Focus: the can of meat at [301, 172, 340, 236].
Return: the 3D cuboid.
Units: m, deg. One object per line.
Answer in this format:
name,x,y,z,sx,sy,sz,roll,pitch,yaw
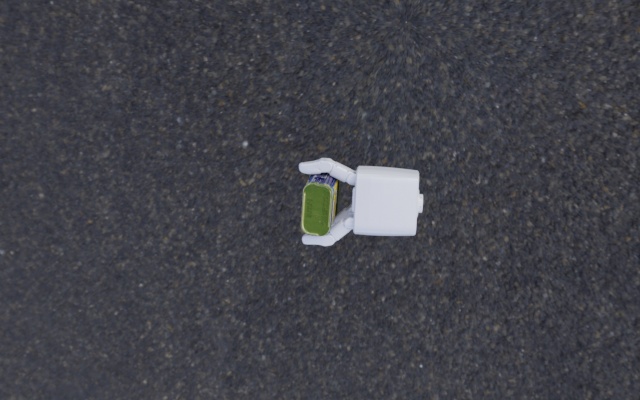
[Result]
can of meat,0.000,0.003,0.838,0.057,0.102,0.084,7,21,7
